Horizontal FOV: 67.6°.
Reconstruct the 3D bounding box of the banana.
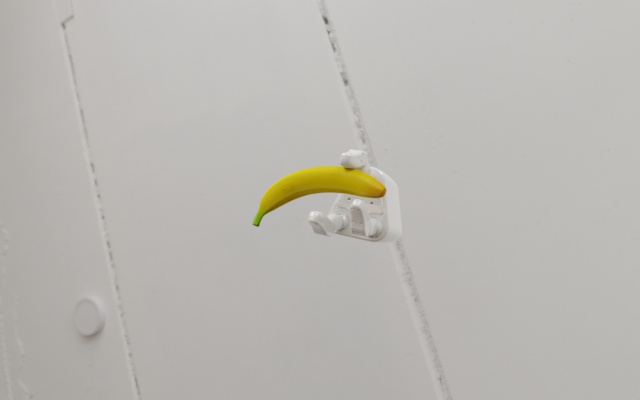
[{"bbox_3d":[-0.006,-0.015,0.671,0.198,0.069,0.037,-15,-16,18],"label":"banana"}]
